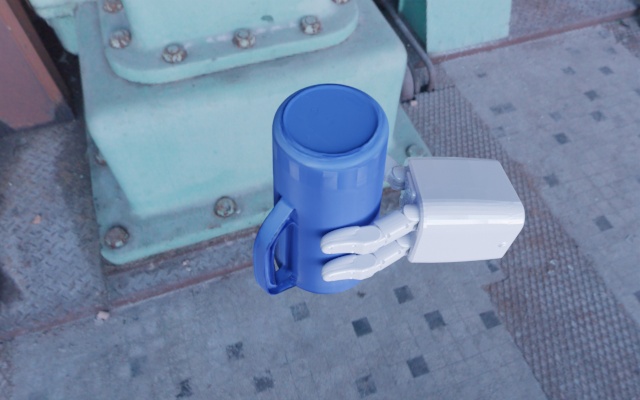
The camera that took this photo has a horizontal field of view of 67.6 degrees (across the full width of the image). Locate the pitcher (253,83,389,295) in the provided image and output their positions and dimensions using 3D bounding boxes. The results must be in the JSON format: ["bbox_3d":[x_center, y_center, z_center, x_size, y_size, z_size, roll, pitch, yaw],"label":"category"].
[{"bbox_3d":[0.000,0.002,0.523,0.145,0.149,0.243,1,-35,0],"label":"pitcher"}]
